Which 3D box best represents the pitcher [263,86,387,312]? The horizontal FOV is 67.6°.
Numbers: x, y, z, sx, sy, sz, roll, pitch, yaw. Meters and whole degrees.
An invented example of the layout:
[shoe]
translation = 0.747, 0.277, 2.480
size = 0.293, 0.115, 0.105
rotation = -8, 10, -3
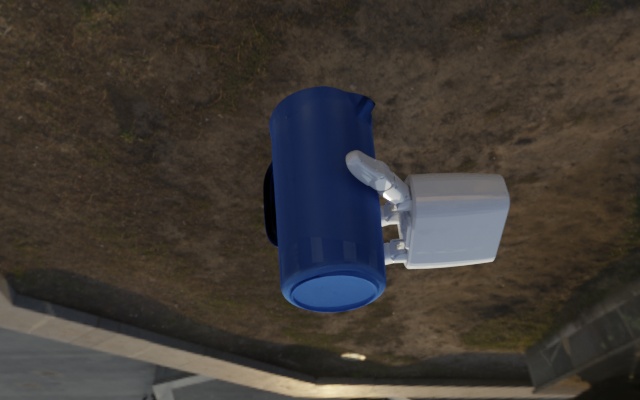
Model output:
[pitcher]
translation = 0.000, 0.002, 0.554
size = 0.145, 0.242, 0.149
rotation = -2, -36, -3
